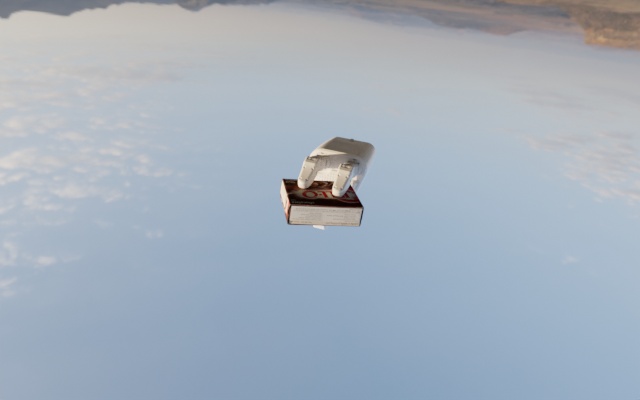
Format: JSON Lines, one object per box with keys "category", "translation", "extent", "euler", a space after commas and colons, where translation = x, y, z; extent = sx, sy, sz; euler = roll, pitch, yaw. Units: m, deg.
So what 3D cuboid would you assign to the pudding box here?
{"category": "pudding box", "translation": [0.000, 0.002, 0.721], "extent": [0.113, 0.039, 0.090], "euler": [0, 26, -12]}
